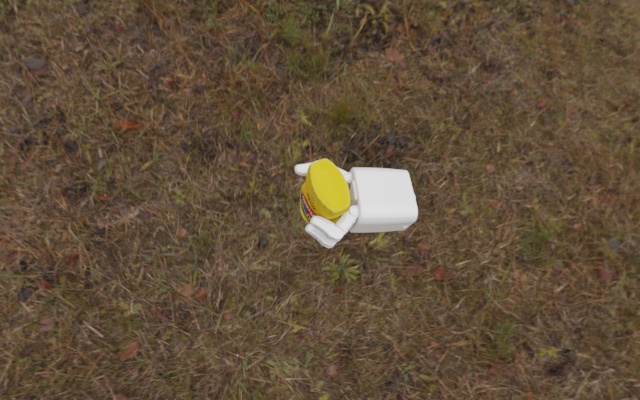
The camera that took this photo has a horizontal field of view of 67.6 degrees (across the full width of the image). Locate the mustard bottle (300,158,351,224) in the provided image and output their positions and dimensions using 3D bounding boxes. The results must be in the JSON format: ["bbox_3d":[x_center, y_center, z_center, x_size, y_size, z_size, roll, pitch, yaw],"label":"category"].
[{"bbox_3d":[0.000,0.003,0.858,0.058,0.096,0.192,-24,-12,-16],"label":"mustard bottle"}]
